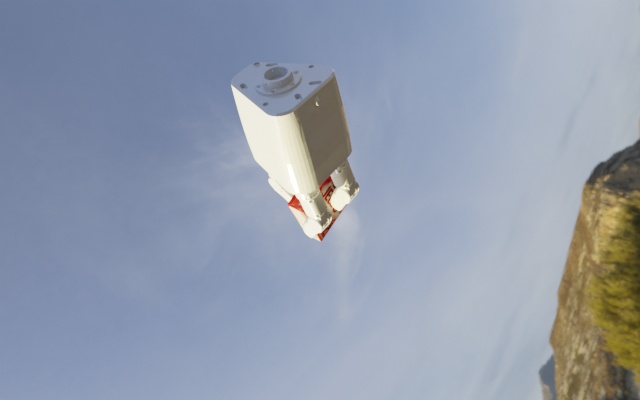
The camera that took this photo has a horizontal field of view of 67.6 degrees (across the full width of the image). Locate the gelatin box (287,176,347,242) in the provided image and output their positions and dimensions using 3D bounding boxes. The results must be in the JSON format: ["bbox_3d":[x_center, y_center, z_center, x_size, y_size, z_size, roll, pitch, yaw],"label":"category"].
[{"bbox_3d":[0.000,0.002,0.623,0.030,0.073,0.089,26,-20,28],"label":"gelatin box"}]
